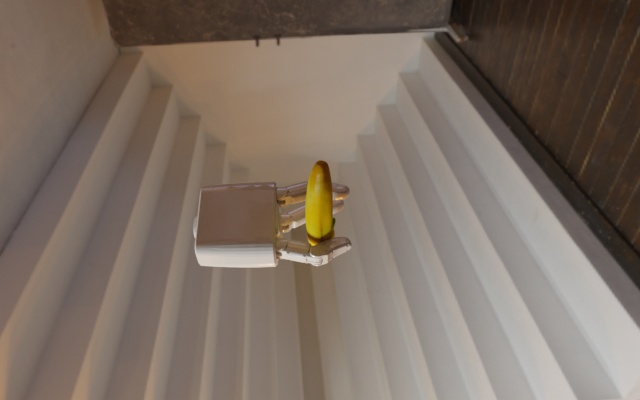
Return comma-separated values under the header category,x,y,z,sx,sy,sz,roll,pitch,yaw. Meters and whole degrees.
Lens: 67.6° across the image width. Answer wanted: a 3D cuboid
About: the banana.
category,x,y,z,sx,sy,sz,roll,pitch,yaw
banana,0.000,0.021,0.639,0.037,0.069,0.198,1,-24,3
